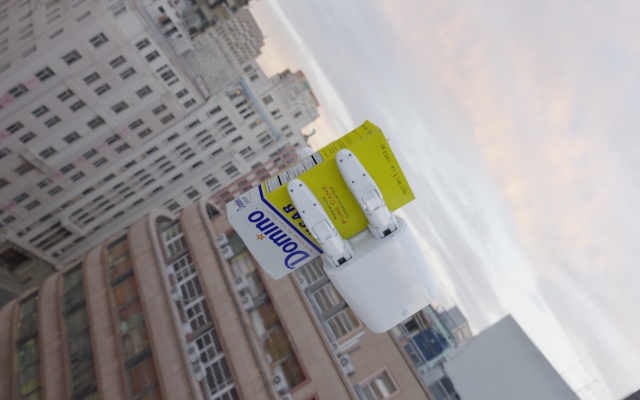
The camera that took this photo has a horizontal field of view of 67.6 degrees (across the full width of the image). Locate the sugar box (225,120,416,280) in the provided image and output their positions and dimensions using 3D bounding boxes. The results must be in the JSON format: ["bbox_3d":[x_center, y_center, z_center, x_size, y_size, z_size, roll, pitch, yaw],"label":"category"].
[{"bbox_3d":[0.000,0.002,0.498,0.176,0.093,0.048,-32,27,0],"label":"sugar box"}]
